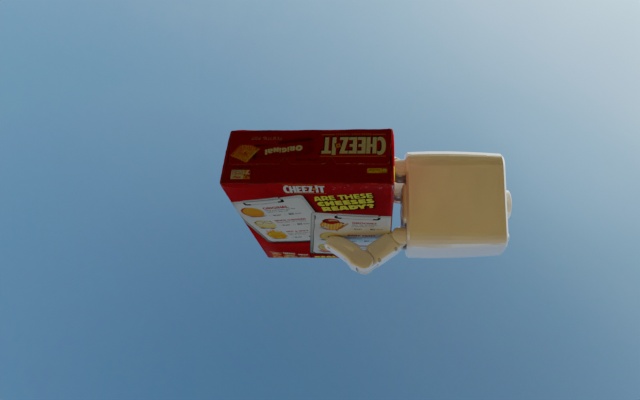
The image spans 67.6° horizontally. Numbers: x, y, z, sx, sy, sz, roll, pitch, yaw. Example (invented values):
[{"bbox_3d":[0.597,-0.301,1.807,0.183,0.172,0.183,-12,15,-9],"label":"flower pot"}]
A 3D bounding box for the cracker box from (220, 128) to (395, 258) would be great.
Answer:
[{"bbox_3d":[0.000,0.002,0.542,0.164,0.072,0.214,0,-26,7],"label":"cracker box"}]
